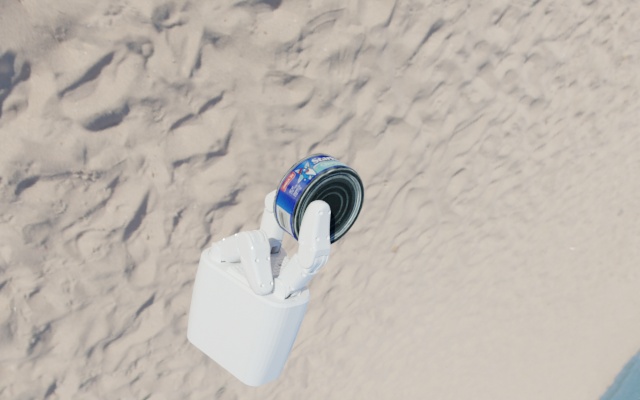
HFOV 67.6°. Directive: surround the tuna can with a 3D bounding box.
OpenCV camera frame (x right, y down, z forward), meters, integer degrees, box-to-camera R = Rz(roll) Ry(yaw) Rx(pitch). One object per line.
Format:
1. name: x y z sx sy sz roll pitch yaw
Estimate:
1. tuna can: 0.000 0.002 0.449 0.086 0.086 0.033 0 25 -42
